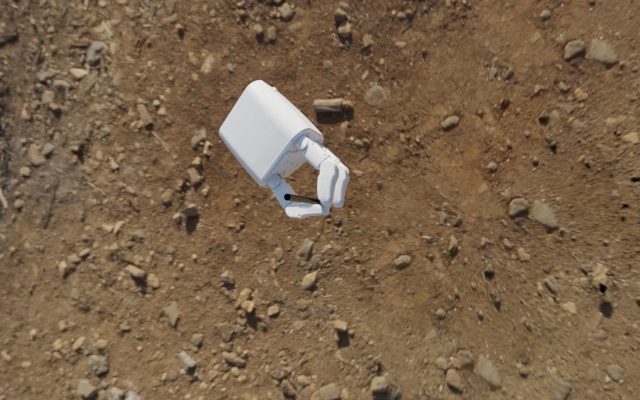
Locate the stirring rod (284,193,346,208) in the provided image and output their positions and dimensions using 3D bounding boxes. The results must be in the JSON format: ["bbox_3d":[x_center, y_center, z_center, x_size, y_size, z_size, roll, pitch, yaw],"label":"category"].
[{"bbox_3d":[0.000,0.002,0.635,0.011,0.011,0.239,0,-3,18],"label":"stirring rod"}]
